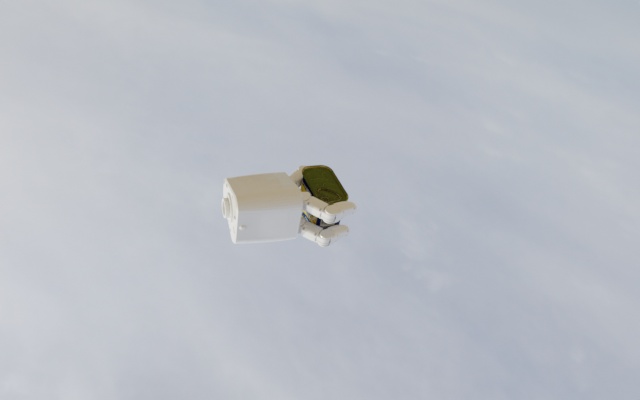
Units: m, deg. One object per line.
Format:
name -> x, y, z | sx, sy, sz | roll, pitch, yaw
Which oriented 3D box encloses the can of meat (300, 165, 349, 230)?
can of meat -> 0.000, 0.003, 0.823 | 0.057, 0.084, 0.102 | -7, 43, -23
